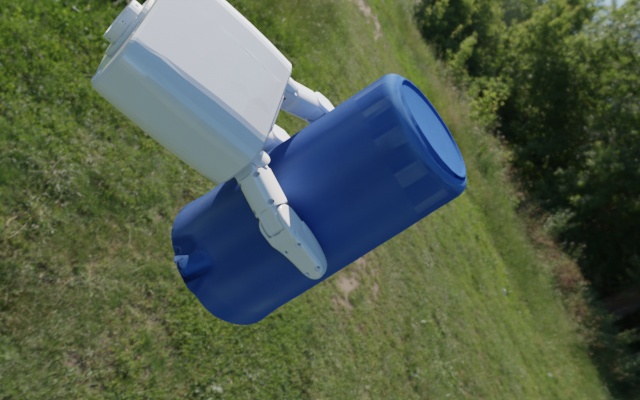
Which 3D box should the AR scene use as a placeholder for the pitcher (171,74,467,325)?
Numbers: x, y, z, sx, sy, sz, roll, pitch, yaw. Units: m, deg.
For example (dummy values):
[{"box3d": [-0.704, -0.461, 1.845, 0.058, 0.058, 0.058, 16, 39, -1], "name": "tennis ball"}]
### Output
[{"box3d": [0.000, 0.001, 0.424, 0.243, 0.149, 0.145, -32, -56, 27], "name": "pitcher"}]
